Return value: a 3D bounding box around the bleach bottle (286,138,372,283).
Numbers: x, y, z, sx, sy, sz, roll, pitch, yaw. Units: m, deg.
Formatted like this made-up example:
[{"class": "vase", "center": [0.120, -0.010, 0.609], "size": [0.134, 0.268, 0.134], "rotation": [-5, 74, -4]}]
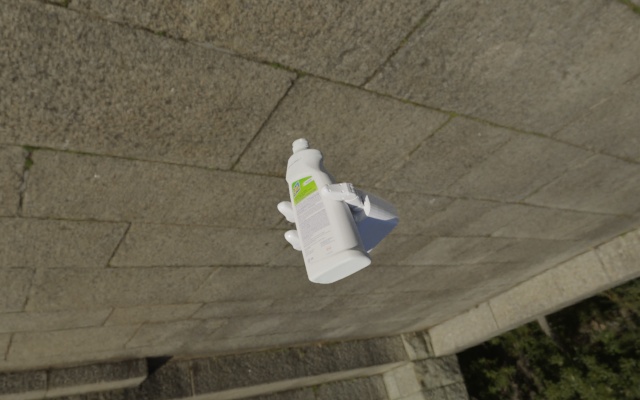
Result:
[{"class": "bleach bottle", "center": [0.000, 0.003, 0.788], "size": [0.102, 0.250, 0.068], "rotation": [-31, -31, 29]}]
